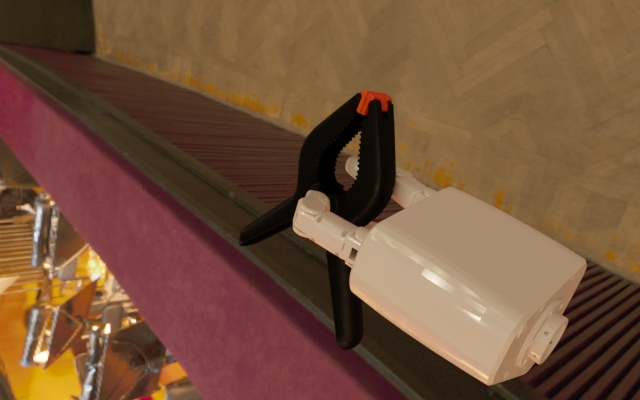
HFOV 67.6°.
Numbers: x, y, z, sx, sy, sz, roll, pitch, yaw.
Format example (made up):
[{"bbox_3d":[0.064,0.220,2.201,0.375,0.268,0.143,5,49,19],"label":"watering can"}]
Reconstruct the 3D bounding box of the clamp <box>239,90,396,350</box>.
[{"bbox_3d":[0.000,0.001,0.417,0.164,0.210,0.036,31,24,34],"label":"clamp"}]
